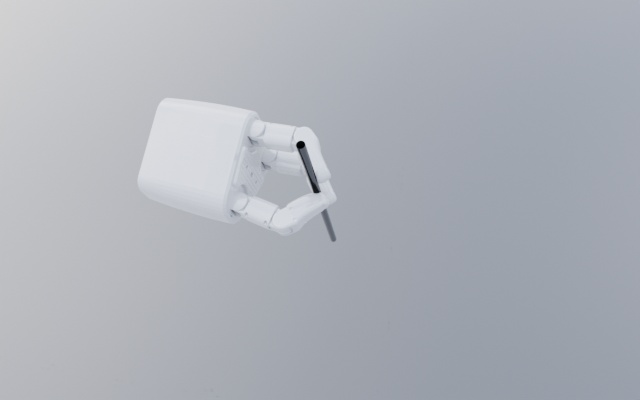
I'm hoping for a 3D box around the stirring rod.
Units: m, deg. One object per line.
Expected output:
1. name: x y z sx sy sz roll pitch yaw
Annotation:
1. stirring rod: 0.000 0.002 0.502 0.011 0.011 0.240 0 -23 9
